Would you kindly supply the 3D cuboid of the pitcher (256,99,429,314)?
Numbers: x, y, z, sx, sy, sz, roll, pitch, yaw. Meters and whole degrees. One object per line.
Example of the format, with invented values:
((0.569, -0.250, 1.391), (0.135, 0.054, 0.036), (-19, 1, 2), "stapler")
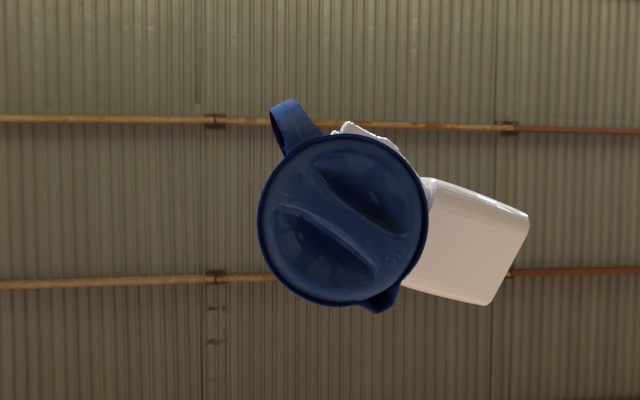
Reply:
((0.000, 0.002, 0.473), (0.145, 0.149, 0.243), (17, 0, -8), "pitcher")
